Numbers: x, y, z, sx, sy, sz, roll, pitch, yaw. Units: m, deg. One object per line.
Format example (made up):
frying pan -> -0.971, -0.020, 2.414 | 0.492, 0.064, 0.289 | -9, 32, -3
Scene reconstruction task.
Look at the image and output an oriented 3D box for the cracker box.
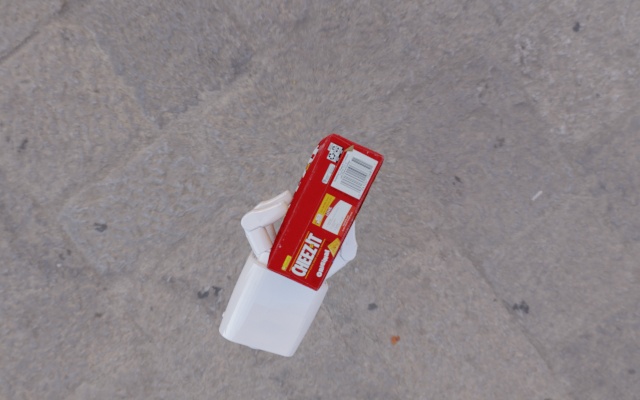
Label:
cracker box -> 0.000, 0.002, 0.606 | 0.072, 0.164, 0.213 | 25, 5, -5
